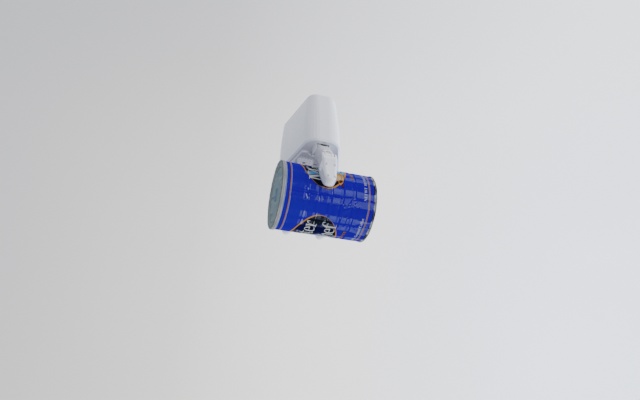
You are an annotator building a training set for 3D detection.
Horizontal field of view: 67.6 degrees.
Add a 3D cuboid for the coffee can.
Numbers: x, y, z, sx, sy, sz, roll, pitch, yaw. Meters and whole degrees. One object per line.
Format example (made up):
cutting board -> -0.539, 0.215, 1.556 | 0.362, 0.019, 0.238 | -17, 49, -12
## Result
coffee can -> 0.000, 0.002, 0.710 | 0.140, 0.103, 0.103 | 10, -2, -14
